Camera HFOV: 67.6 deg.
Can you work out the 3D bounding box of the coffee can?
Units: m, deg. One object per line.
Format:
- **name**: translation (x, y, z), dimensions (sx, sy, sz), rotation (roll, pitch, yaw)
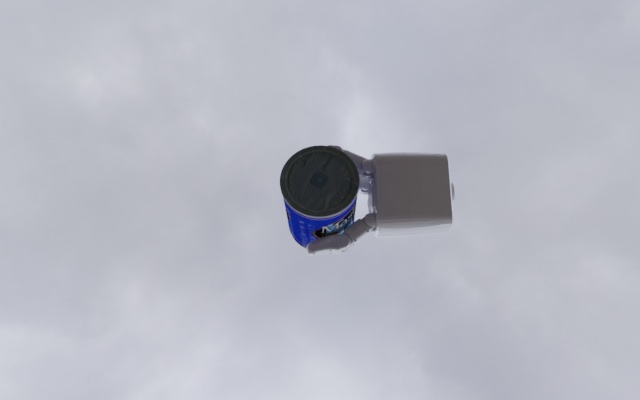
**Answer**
- **coffee can**: translation (0.000, 0.002, 0.671), dimensions (0.103, 0.102, 0.140), rotation (0, -24, 1)
